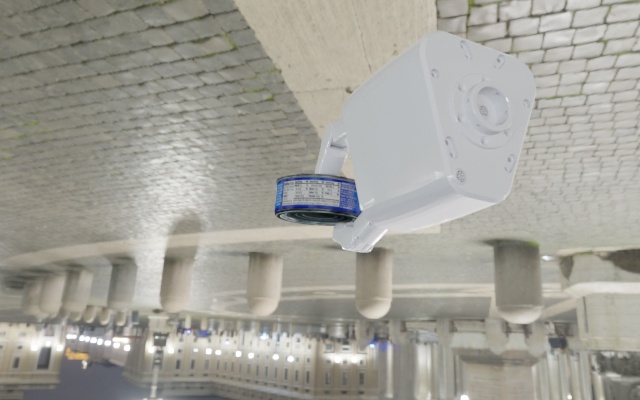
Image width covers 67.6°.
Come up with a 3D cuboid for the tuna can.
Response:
[{"bbox_3d":[0.000,0.002,0.446,0.086,0.033,0.086,4,-11,1],"label":"tuna can"}]
